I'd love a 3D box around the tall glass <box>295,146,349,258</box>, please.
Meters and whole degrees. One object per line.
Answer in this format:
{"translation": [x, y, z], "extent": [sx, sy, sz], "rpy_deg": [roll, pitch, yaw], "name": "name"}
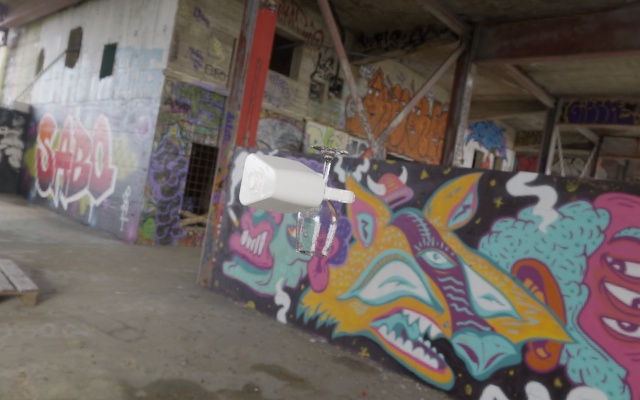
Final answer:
{"translation": [0.000, 0.002, 0.898], "extent": [0.079, 0.201, 0.079], "rpy_deg": [10, 0, 0], "name": "tall glass"}
